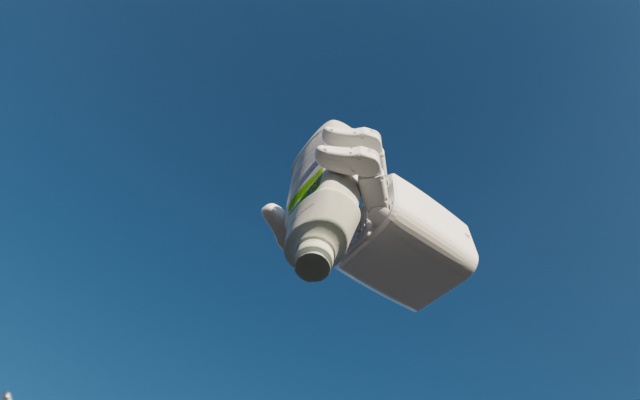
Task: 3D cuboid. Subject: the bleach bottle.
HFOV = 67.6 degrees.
[{"bbox_3d":[0.000,0.001,0.487,0.068,0.103,0.250,33,26,-11],"label":"bleach bottle"}]
